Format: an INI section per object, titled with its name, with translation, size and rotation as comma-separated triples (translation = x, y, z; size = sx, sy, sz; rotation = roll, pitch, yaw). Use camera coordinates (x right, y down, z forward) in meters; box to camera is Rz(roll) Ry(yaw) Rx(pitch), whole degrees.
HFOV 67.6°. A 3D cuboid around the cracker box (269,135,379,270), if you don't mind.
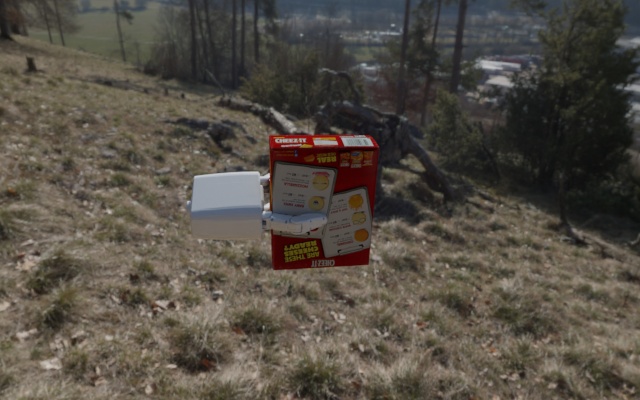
[cracker box]
translation = 0.000, 0.002, 0.771
size = 0.164, 0.214, 0.072
rotation = -2, 27, -7
